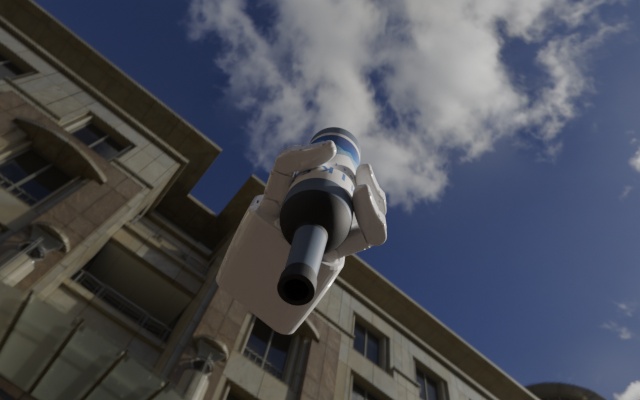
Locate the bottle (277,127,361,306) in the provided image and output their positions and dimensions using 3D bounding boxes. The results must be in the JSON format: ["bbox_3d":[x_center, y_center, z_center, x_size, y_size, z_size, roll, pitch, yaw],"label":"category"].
[{"bbox_3d":[0.000,0.001,0.468,0.069,0.069,0.295,0,25,8],"label":"bottle"}]
